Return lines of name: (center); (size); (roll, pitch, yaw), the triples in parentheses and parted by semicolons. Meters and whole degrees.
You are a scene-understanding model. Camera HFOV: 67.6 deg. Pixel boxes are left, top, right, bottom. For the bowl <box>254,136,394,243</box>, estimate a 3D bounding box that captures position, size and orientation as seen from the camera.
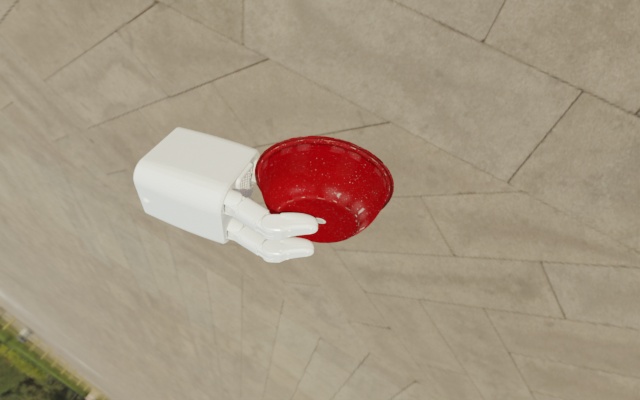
bowl: (0.001, 0.002, 0.536); (0.162, 0.055, 0.162); (6, -35, 4)
